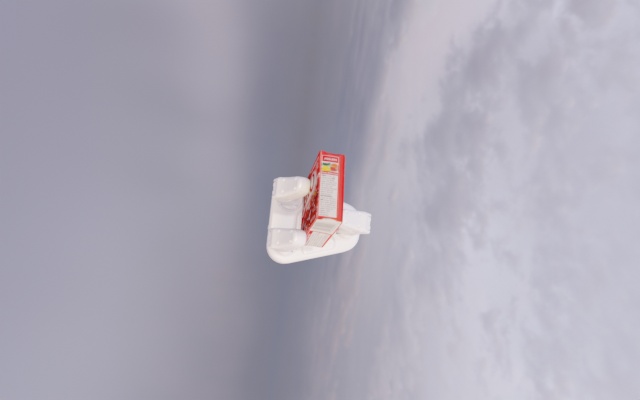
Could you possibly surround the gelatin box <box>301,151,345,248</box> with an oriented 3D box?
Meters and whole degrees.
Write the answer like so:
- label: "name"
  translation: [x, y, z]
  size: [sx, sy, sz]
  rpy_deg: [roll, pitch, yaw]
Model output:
- label: "gelatin box"
  translation: [0.001, 0.002, 0.496]
  size: [0.030, 0.073, 0.089]
  rpy_deg: [8, -23, -10]
